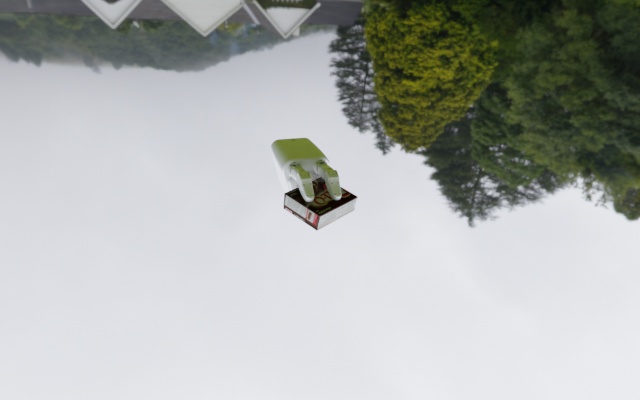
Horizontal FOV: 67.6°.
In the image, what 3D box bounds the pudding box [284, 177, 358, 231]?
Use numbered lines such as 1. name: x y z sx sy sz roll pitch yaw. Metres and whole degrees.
1. pudding box: 0.000 0.003 0.894 0.090 0.039 0.113 31 40 30
